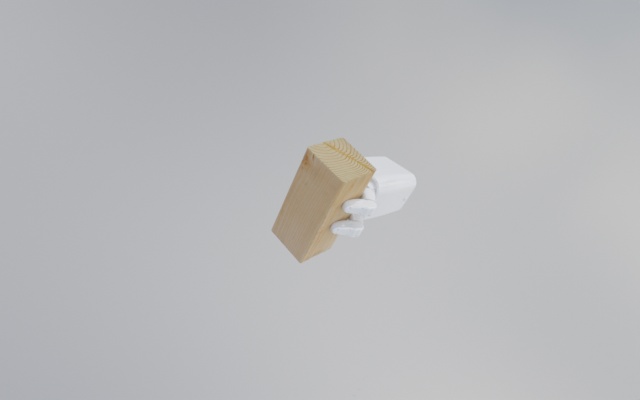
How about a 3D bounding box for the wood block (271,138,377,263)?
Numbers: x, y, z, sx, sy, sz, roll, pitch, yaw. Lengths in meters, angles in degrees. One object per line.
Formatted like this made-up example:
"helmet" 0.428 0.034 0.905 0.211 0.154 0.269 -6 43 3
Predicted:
"wood block" 0.000 0.002 0.840 0.090 0.206 0.090 -22 59 -42
